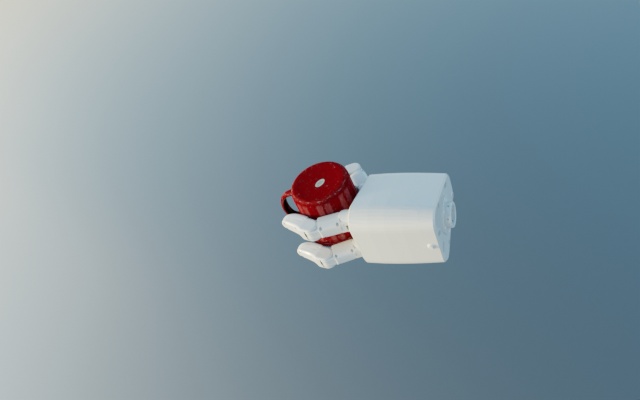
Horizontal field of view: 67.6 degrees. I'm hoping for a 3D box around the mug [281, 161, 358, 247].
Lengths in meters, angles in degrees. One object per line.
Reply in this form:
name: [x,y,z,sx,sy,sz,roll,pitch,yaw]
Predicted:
mug: [-0.001,0.002,0.653,0.117,0.093,0.082,-2,-43,25]
